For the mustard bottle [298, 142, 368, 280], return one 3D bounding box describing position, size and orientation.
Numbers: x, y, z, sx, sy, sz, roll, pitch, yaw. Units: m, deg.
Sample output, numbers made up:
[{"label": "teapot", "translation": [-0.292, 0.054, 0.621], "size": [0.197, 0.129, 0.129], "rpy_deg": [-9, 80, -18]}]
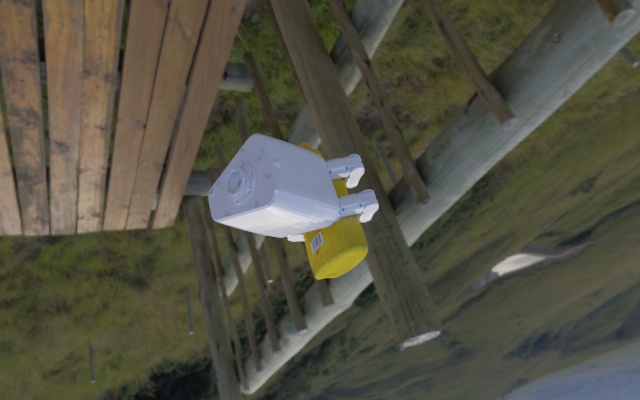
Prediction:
[{"label": "mustard bottle", "translation": [0.000, 0.002, 0.646], "size": [0.058, 0.191, 0.096], "rpy_deg": [-2, -31, -29]}]
